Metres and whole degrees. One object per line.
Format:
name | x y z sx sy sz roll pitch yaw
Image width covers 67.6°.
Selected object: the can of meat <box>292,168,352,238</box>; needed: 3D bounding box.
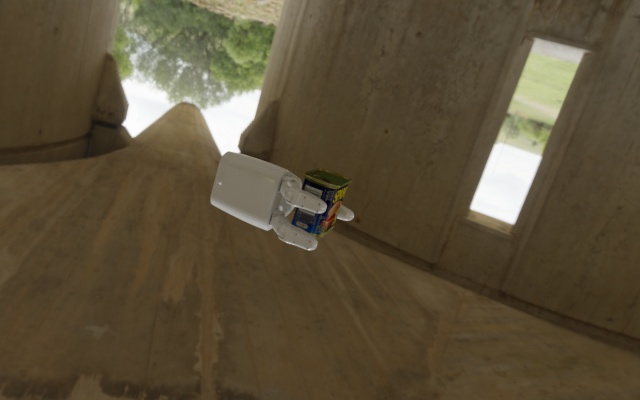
can of meat | 0.000 0.003 0.721 0.057 0.084 0.102 21 14 12
